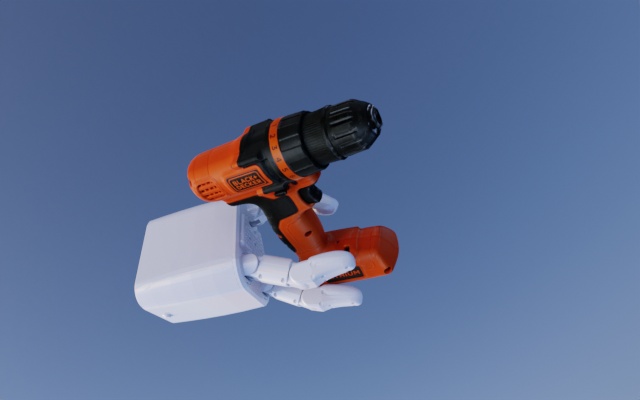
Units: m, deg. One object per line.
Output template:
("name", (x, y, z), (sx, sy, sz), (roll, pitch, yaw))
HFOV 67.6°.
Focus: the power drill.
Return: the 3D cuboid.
("power drill", (0.000, 0.002, 0.435), (0.184, 0.057, 0.188), (-14, -48, 30))
